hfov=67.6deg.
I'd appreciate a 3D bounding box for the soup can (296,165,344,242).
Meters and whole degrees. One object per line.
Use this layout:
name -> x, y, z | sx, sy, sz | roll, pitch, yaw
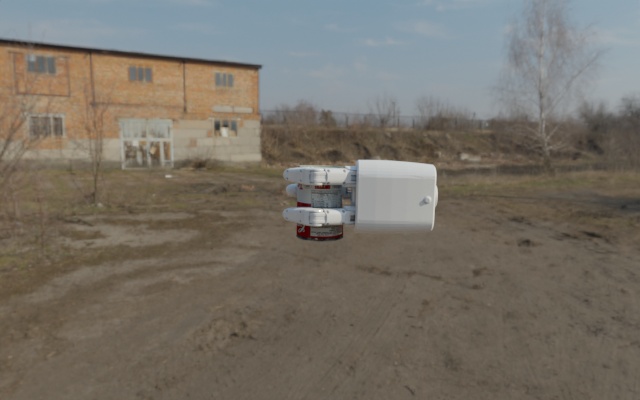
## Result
soup can -> 0.000, 0.002, 0.682 | 0.068, 0.102, 0.068 | 1, 7, 0
